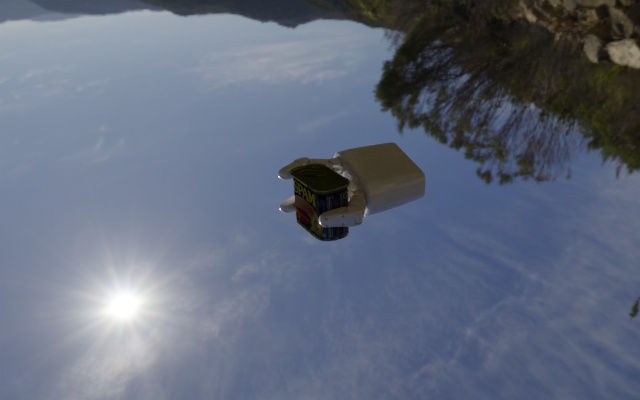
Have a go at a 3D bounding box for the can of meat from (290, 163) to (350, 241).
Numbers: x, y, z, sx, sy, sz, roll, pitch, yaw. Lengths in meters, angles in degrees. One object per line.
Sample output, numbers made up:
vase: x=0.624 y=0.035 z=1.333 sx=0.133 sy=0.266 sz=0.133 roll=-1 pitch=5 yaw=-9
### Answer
can of meat: x=0.000 y=0.003 z=0.702 sx=0.057 sy=0.084 sz=0.102 roll=-16 pitch=29 yaw=-25
